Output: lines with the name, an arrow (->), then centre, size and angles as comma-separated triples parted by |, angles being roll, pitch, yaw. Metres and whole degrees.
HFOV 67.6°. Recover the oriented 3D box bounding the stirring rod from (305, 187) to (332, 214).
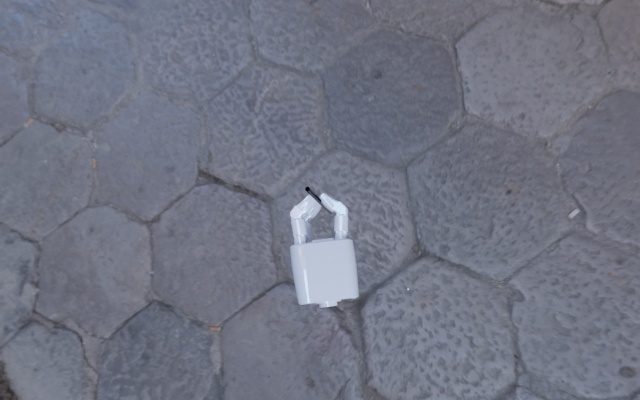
stirring rod -> 0.000, 0.003, 0.895 | 0.011, 0.011, 0.239 | 0, -10, 10
